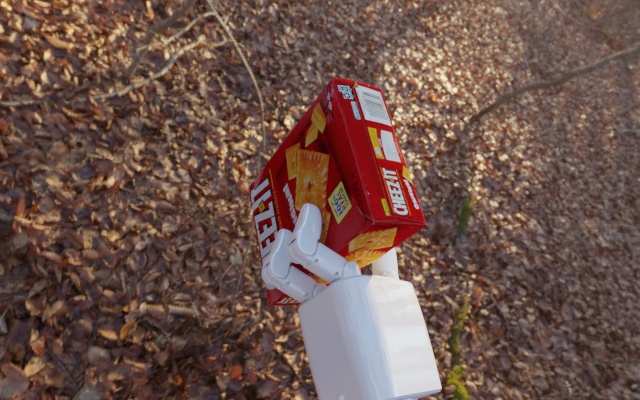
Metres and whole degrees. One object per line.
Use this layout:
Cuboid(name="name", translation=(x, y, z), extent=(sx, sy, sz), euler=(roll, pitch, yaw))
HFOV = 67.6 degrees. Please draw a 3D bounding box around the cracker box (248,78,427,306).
Cuboid(name="cracker box", translation=(0.000, 0.002, 0.516), extent=(0.072, 0.164, 0.214), euler=(6, -32, -32))
